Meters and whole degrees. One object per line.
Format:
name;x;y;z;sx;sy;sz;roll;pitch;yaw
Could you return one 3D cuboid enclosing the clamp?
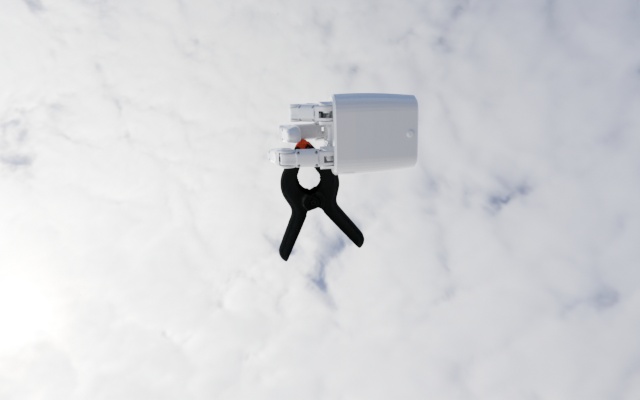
clamp;0.000;0.002;0.651;0.120;0.171;0.039;-4;22;-8
